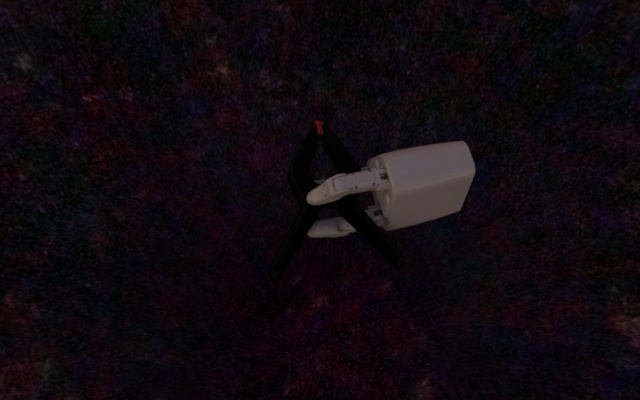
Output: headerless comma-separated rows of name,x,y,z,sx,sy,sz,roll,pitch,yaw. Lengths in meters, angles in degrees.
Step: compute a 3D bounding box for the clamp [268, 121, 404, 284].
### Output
clamp,0.000,0.001,0.599,0.164,0.210,0.036,-11,-17,-9
